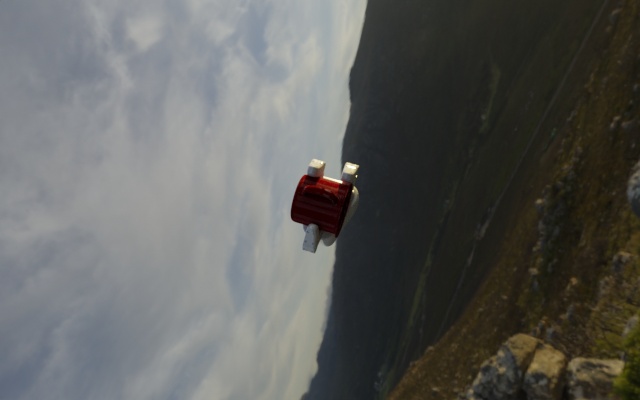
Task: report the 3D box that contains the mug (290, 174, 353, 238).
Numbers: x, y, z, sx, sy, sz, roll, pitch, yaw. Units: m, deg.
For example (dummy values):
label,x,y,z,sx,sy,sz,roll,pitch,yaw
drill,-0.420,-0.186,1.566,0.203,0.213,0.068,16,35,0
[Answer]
label,x,y,z,sx,sy,sz,roll,pitch,yaw
mug,0.000,0.002,0.768,0.081,0.093,0.117,16,-13,8
